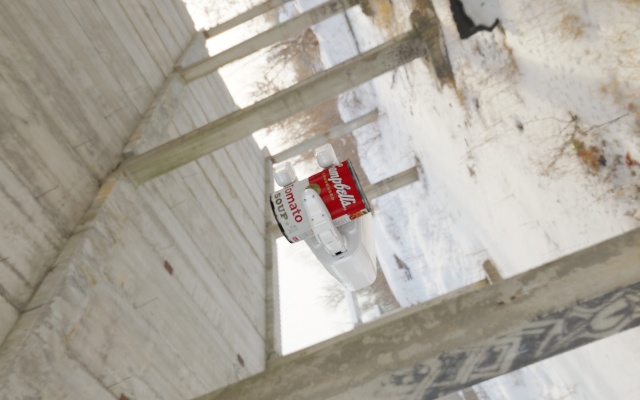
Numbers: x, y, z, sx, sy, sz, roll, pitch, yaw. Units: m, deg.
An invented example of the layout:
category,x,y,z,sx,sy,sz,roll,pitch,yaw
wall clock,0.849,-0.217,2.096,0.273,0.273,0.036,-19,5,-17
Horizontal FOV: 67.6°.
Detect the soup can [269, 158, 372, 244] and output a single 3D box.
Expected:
category,x,y,z,sx,sy,sz,roll,pitch,yaw
soup can,0.000,0.002,0.558,0.102,0.068,0.068,-23,-3,7
